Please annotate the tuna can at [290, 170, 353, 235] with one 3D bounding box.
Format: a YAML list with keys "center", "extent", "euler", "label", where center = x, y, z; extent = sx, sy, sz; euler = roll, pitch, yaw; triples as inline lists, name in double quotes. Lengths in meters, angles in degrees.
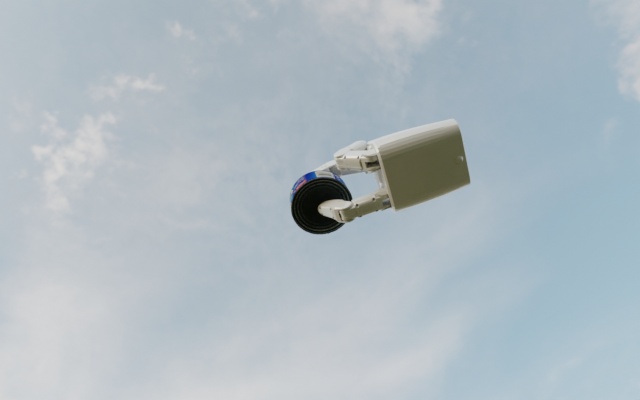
- center: [0.000, 0.002, 0.662]
  extent: [0.086, 0.086, 0.033]
  euler: [0, 24, -10]
  label: "tuna can"
